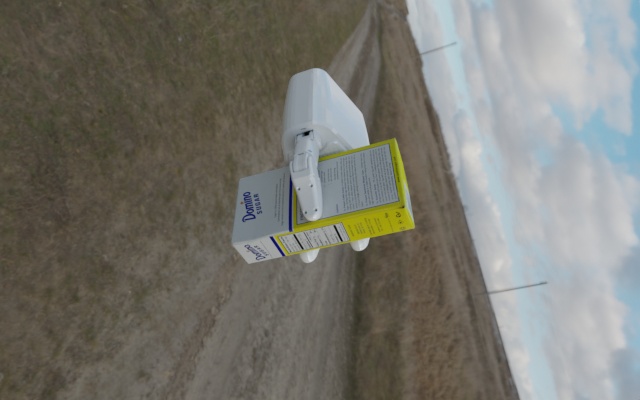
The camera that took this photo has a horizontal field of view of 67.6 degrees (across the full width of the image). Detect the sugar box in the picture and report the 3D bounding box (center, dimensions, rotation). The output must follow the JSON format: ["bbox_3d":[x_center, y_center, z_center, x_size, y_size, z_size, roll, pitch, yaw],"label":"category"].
[{"bbox_3d":[0.000,0.002,0.489,0.176,0.093,0.048,-15,-43,15],"label":"sugar box"}]
